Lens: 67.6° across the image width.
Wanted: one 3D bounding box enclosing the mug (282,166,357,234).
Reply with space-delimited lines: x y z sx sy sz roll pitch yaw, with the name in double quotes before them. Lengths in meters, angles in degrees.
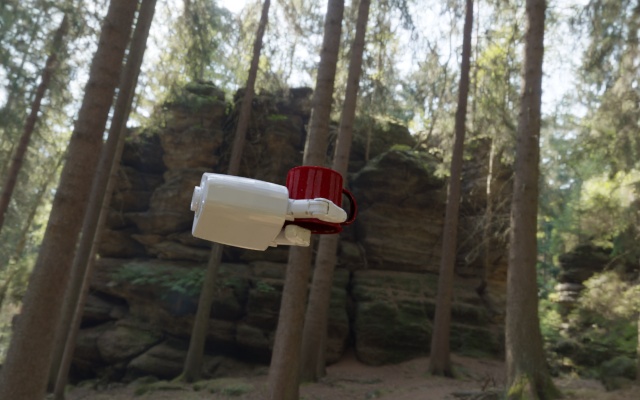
"mug" 0.001 0.002 0.690 0.117 0.081 0.093 11 -15 -20
